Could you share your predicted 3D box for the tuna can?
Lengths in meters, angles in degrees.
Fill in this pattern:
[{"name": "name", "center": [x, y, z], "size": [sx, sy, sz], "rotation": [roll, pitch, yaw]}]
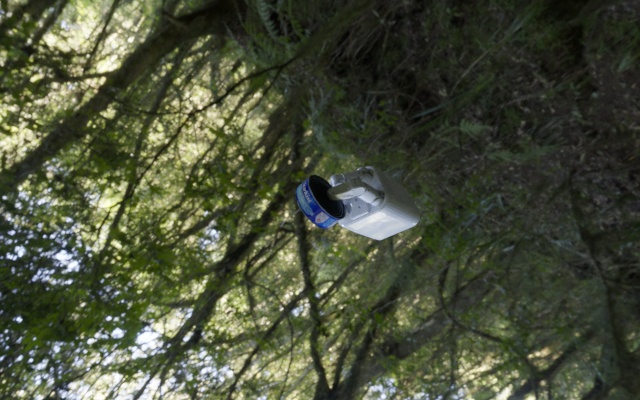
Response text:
[{"name": "tuna can", "center": [0.000, 0.003, 0.768], "size": [0.034, 0.086, 0.086], "rotation": [-38, -18, 24]}]
